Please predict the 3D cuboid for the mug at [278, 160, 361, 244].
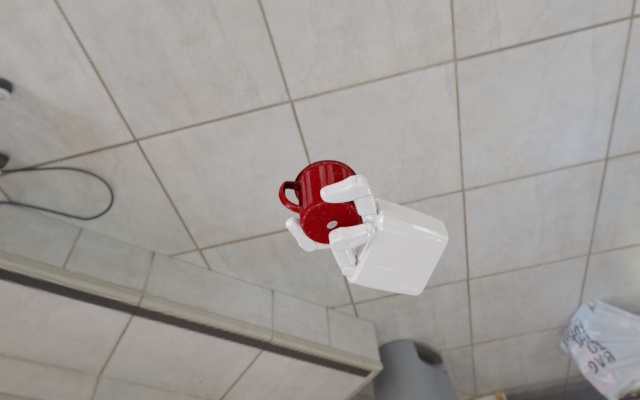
[{"bbox_3d":[-0.001,0.002,0.649,0.117,0.093,0.081,15,36,-17],"label":"mug"}]
